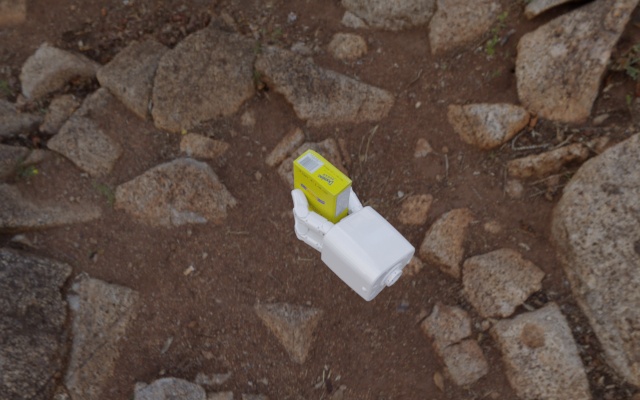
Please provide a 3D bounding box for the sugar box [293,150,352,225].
[{"bbox_3d":[0.000,0.003,0.803,0.048,0.093,0.176,-38,-25,-25],"label":"sugar box"}]
